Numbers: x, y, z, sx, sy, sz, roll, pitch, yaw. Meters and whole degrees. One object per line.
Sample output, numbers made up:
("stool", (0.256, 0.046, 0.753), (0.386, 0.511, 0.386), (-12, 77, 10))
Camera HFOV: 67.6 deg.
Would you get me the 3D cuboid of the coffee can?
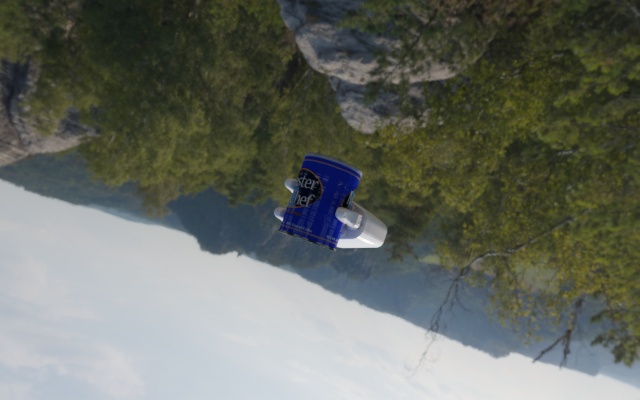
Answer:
("coffee can", (0.000, 0.002, 0.803), (0.103, 0.140, 0.103), (19, -6, 2))
